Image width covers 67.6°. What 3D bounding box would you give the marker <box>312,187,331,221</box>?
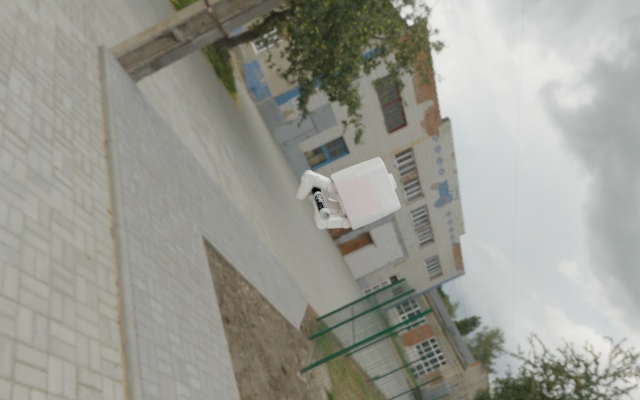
[{"bbox_3d":[0.000,0.003,0.892,0.020,0.020,0.121,0,24,-9],"label":"marker"}]
